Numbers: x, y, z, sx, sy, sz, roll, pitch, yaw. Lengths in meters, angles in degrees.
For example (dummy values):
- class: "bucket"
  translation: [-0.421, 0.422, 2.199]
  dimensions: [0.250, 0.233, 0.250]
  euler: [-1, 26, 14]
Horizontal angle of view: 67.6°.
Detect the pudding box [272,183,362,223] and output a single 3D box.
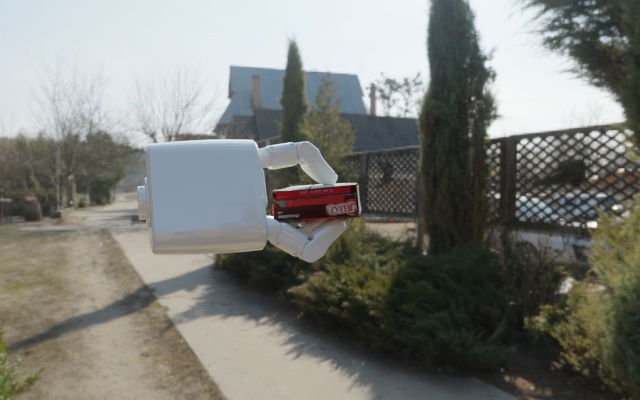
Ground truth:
- class: "pudding box"
  translation: [0.000, 0.002, 0.536]
  dimensions: [0.090, 0.039, 0.113]
  euler: [-3, 4, 6]
